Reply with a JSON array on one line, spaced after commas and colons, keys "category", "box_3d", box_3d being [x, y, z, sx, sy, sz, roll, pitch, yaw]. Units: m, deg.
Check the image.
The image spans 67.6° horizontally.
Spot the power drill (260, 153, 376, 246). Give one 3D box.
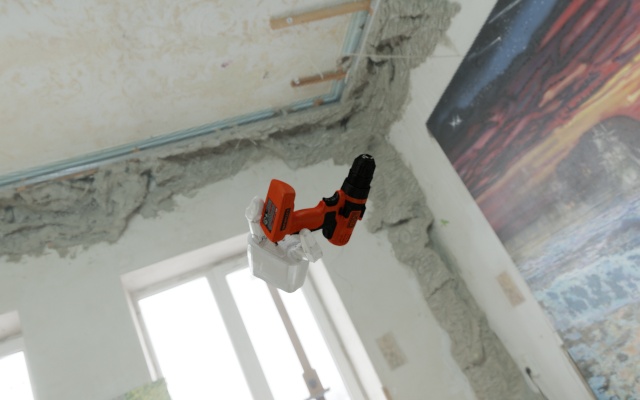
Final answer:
[{"category": "power drill", "box_3d": [0.000, 0.003, 0.817, 0.187, 0.184, 0.057, -1, 31, -33]}]
